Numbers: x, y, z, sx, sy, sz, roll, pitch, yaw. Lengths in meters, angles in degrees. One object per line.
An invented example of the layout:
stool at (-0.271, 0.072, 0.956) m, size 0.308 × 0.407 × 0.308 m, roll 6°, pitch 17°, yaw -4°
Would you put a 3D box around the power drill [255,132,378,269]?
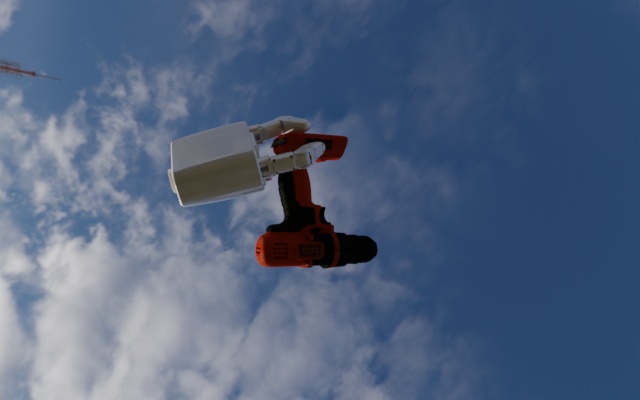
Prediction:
power drill at (0.000, 0.002, 0.675) m, size 0.184 × 0.187 × 0.057 m, roll 2°, pitch -5°, yaw -27°
